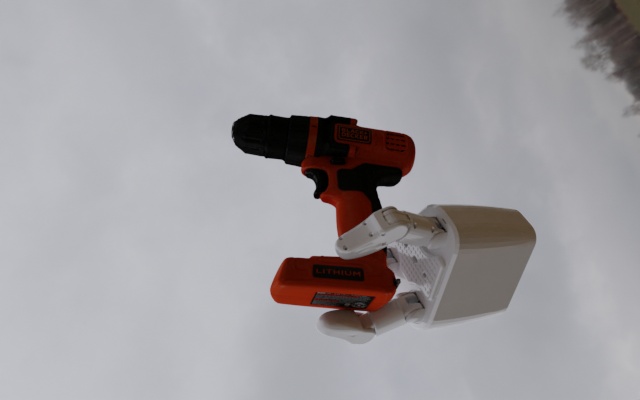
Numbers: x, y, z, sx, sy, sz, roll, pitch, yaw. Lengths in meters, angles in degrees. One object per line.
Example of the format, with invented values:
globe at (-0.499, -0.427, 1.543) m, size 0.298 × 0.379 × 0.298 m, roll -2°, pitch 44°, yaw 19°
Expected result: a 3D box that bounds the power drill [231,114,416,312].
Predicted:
power drill at (0.000, 0.002, 0.443) m, size 0.184 × 0.187 × 0.057 m, roll 6°, pitch -29°, yaw -5°
